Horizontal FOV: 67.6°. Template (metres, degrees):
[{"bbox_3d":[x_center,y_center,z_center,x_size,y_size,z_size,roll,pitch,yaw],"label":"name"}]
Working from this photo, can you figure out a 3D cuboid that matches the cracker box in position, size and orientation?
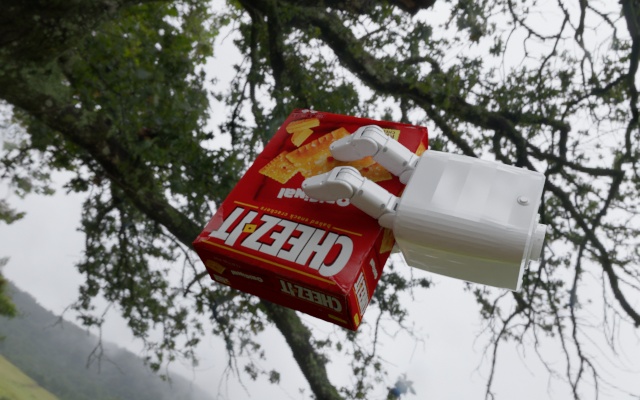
[{"bbox_3d":[0.000,0.002,0.487,0.164,0.213,0.072,13,-38,25],"label":"cracker box"}]
